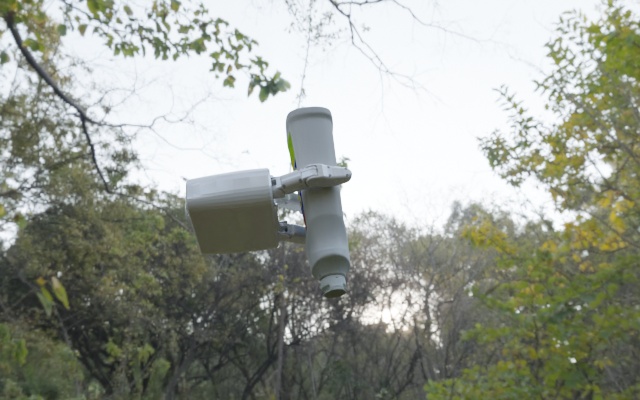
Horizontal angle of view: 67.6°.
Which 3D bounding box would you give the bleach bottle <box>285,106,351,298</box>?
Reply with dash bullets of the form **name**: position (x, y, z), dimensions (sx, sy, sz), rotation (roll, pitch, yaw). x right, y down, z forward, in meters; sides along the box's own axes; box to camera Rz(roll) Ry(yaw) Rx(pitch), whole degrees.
- **bleach bottle**: position (0.000, 0.002, 0.635), dimensions (0.068, 0.250, 0.103), rotation (-6, -30, -5)
